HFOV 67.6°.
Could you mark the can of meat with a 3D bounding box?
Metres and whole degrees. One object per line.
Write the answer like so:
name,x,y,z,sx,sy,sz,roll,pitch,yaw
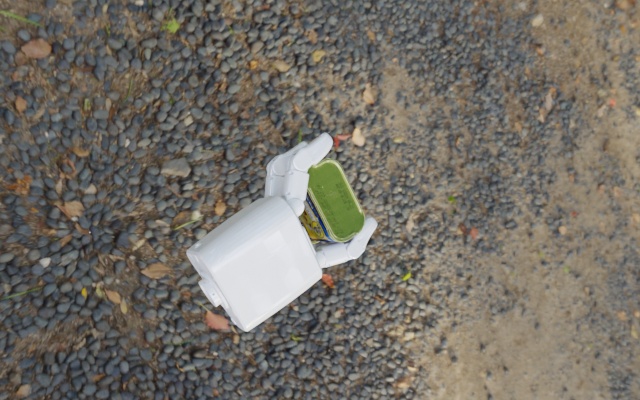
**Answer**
can of meat,0.000,0.002,0.576,0.057,0.102,0.084,-31,10,-23
